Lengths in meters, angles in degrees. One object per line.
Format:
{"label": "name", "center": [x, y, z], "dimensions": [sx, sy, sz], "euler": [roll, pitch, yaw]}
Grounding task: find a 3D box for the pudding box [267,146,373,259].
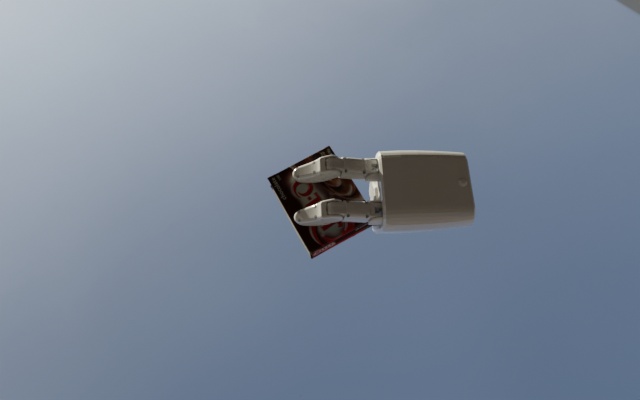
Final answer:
{"label": "pudding box", "center": [0.000, 0.002, 0.590], "dimensions": [0.090, 0.113, 0.039], "euler": [-28, -20, -10]}
